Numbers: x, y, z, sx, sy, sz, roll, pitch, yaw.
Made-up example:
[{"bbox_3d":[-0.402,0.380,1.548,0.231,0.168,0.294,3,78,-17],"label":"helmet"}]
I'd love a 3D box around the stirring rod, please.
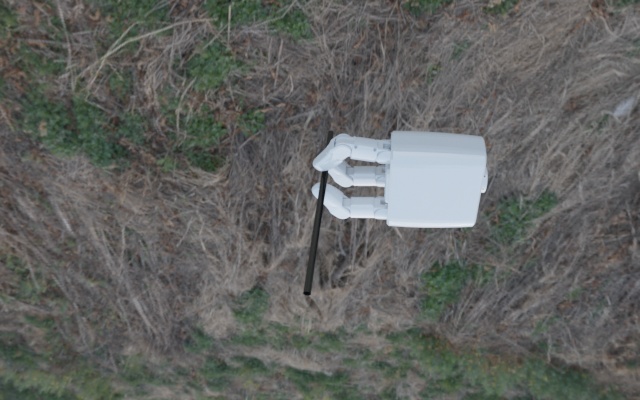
[{"bbox_3d":[0.000,0.002,0.555,0.011,0.239,0.011,5,-40,4],"label":"stirring rod"}]
